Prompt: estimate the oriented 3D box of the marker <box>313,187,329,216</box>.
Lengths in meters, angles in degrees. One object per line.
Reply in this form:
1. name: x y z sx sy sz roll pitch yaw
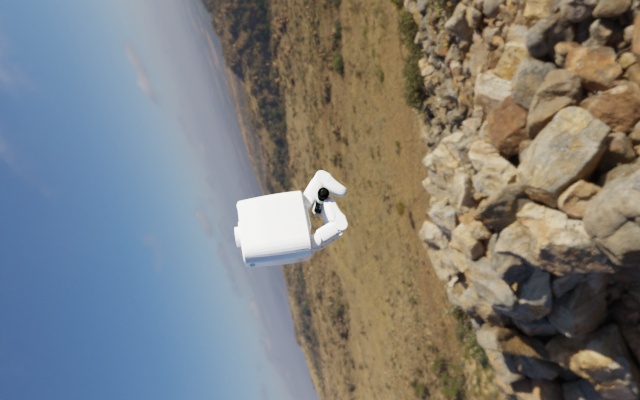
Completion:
1. marker: 0.000 0.003 0.800 0.020 0.020 0.121 0 -15 -5
